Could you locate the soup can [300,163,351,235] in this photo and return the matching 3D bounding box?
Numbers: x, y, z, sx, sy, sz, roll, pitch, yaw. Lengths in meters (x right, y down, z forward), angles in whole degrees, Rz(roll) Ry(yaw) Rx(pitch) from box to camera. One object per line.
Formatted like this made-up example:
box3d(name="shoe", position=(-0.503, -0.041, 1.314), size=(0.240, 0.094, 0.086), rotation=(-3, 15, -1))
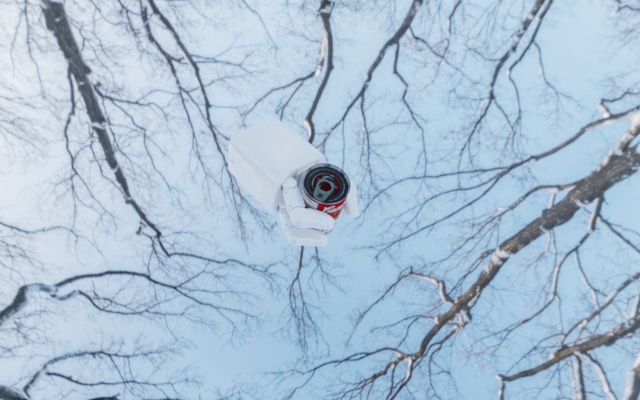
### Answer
box3d(name="soup can", position=(0.001, 0.003, 0.701), size=(0.068, 0.068, 0.102), rotation=(0, -32, -11))
